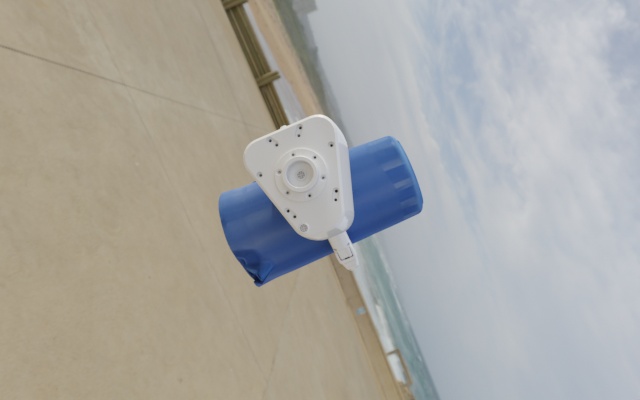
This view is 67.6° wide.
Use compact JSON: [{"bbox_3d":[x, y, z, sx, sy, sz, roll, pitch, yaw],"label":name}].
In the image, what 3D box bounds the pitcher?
[{"bbox_3d":[0.000,0.002,0.628,0.243,0.149,0.145,-22,-8,5],"label":"pitcher"}]
